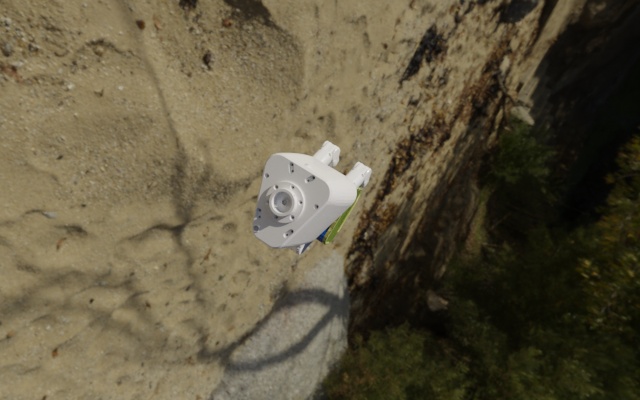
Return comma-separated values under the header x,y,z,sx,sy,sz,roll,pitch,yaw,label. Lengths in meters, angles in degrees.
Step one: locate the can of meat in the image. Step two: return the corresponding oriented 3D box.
x,y,z,sx,sy,sz,roll,pitch,yaw,label
0.000,0.003,0.698,0.084,0.102,0.057,32,8,15,can of meat
